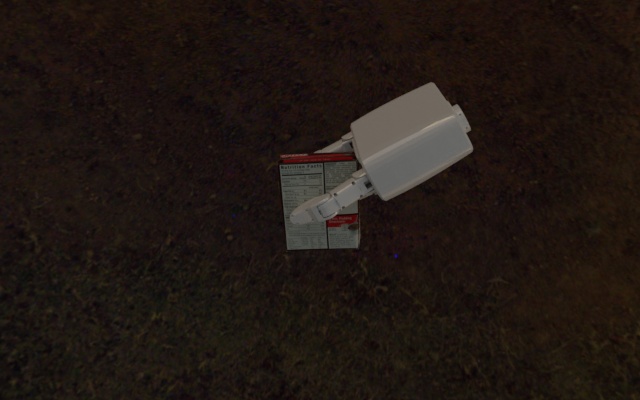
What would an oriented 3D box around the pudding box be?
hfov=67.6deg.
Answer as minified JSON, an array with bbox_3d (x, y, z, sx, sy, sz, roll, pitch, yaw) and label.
[{"bbox_3d":[0.000,0.002,0.548,0.090,0.113,0.039,-2,20,4],"label":"pudding box"}]
